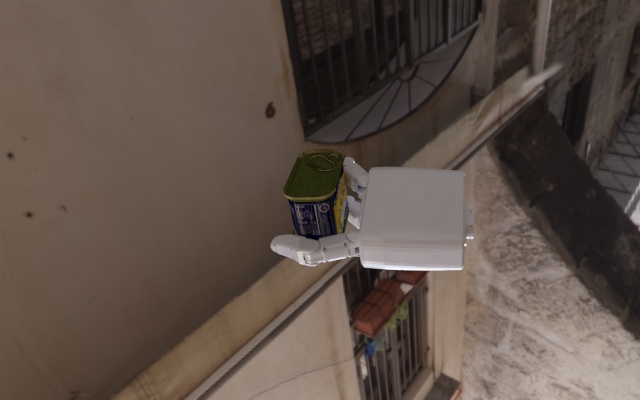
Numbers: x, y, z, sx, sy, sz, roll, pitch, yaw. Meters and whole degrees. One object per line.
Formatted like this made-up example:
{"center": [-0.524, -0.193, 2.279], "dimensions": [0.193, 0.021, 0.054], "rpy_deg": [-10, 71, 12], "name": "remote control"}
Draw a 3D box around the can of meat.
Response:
{"center": [0.000, 0.002, 0.550], "dimensions": [0.057, 0.084, 0.102], "rpy_deg": [-1, 35, 13], "name": "can of meat"}
